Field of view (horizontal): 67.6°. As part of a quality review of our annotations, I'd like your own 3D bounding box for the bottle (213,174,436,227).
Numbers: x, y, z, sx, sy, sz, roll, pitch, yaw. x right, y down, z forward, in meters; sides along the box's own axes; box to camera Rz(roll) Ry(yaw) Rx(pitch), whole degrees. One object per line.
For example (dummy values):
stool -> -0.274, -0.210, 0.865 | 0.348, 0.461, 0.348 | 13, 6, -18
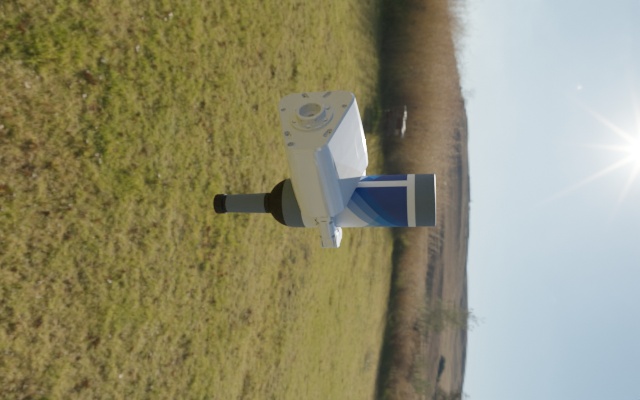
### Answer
bottle -> 0.000, 0.002, 0.630 | 0.296, 0.069, 0.069 | -1, 0, 13
